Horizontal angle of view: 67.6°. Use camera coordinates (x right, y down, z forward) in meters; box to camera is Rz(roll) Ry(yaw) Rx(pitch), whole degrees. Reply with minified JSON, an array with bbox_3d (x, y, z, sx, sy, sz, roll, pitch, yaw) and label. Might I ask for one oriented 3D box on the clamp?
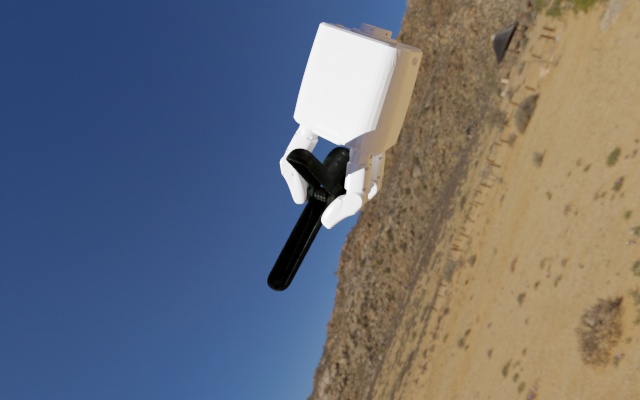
[{"bbox_3d":[0.000,0.001,0.557,0.036,0.165,0.210,22,23,16],"label":"clamp"}]
